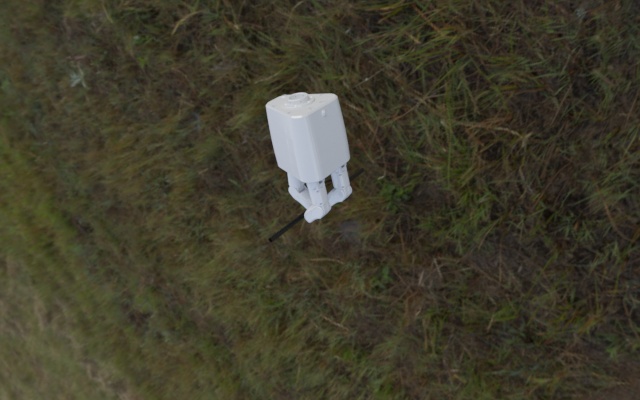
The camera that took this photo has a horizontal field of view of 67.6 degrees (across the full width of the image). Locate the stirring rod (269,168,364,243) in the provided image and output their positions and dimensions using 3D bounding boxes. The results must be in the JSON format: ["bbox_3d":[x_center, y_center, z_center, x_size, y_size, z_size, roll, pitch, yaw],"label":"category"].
[{"bbox_3d":[0.000,0.003,0.805,0.011,0.011,0.239,0,29,47],"label":"stirring rod"}]
